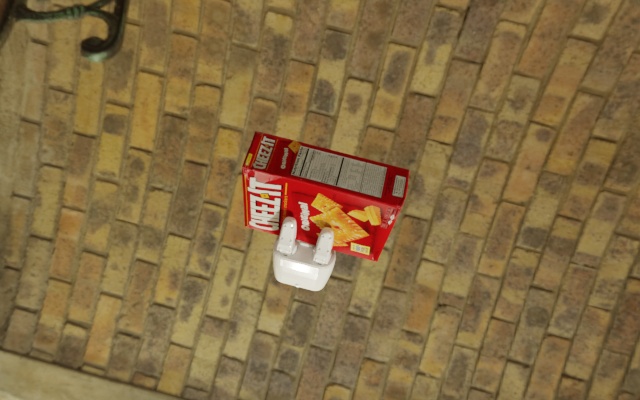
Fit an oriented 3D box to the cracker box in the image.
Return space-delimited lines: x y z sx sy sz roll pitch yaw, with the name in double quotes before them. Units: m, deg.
"cracker box" 0.000 0.002 0.679 0.213 0.072 0.164 14 -33 2
